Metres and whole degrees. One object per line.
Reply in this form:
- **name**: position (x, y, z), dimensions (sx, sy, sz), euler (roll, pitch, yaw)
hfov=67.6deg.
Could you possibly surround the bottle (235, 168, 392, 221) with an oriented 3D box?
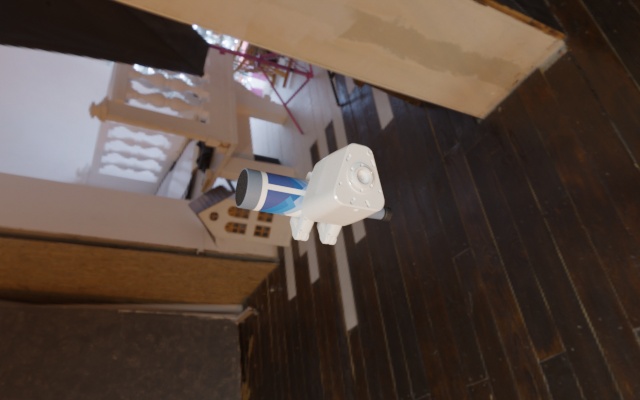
- **bottle**: position (0.000, 0.003, 0.848), dimensions (0.296, 0.069, 0.069), euler (10, -5, -26)
